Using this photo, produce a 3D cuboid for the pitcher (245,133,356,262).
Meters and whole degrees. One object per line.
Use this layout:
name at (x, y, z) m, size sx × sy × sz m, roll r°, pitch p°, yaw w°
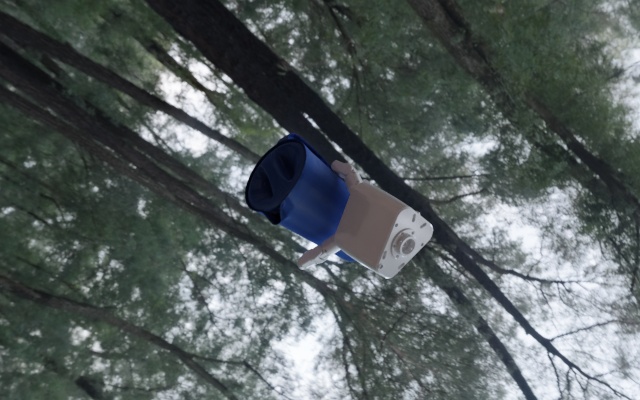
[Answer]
pitcher at (0.000, 0.003, 0.828) m, size 0.243 × 0.149 × 0.145 m, roll 36°, pitch -3°, yaw -38°
